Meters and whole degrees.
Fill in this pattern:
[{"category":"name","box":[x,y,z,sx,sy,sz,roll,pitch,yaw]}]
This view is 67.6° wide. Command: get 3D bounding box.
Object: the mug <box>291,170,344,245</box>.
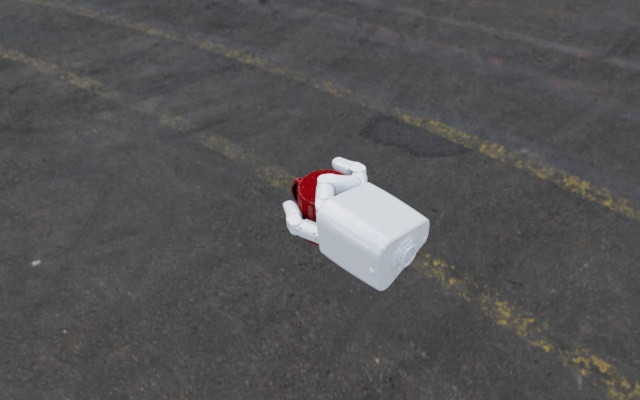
[{"category":"mug","box":[-0.001,0.002,0.729,0.093,0.082,0.117,-36,52,-28]}]
